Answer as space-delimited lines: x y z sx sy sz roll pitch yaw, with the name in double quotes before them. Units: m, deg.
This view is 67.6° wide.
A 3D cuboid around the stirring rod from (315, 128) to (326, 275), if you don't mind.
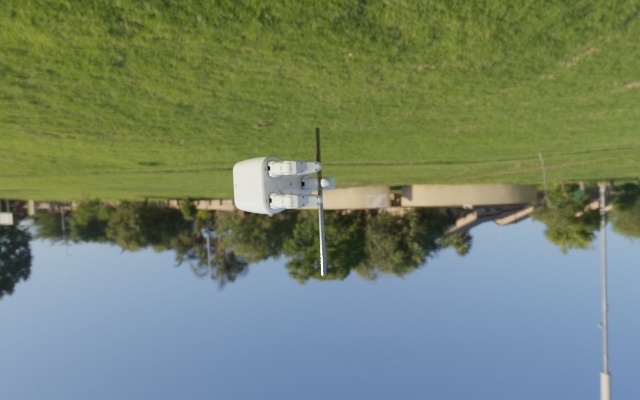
"stirring rod" 0.000 0.002 0.780 0.011 0.239 0.011 -3 3 0
